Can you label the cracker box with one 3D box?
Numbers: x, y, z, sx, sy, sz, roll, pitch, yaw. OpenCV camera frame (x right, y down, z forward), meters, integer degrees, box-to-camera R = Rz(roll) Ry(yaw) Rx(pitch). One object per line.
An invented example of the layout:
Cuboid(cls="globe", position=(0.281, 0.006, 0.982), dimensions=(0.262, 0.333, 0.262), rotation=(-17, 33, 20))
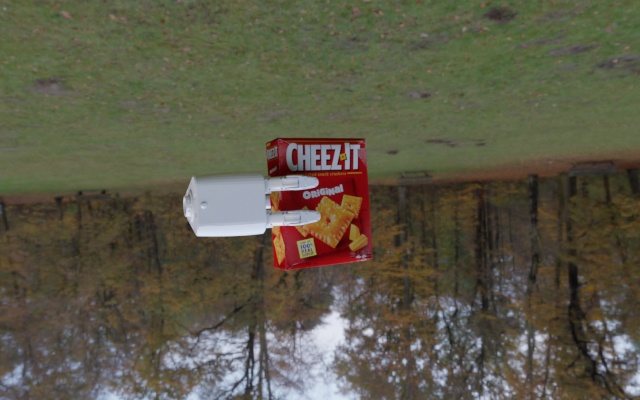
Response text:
Cuboid(cls="cracker box", position=(0.000, 0.003, 0.811), dimensions=(0.164, 0.213, 0.072), rotation=(-3, 0, -25))
